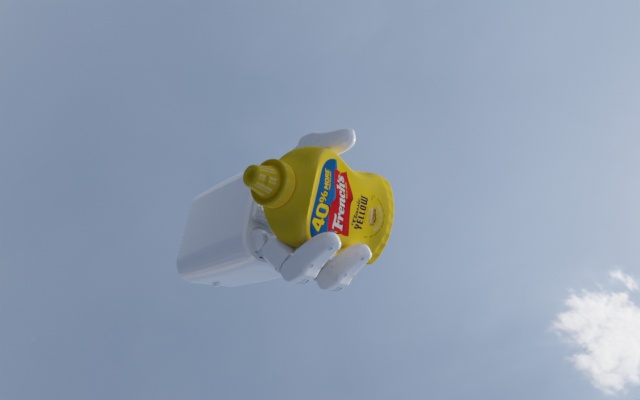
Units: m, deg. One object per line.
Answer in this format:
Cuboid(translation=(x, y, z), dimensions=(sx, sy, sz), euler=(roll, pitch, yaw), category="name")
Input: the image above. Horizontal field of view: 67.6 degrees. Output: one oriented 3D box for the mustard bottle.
Cuboid(translation=(0.001, 0.002, 0.452), dimensions=(0.058, 0.096, 0.192), euler=(9, -8, 39), category="mustard bottle")
